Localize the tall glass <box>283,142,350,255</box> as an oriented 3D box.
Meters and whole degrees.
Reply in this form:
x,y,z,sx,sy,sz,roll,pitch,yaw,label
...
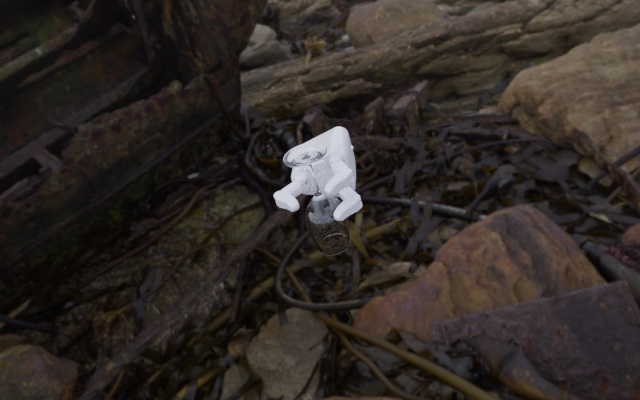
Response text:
x,y,z,sx,sy,sz,roll,pitch,yaw,label
0.000,0.002,0.833,0.079,0.201,0.079,-12,34,8,tall glass
